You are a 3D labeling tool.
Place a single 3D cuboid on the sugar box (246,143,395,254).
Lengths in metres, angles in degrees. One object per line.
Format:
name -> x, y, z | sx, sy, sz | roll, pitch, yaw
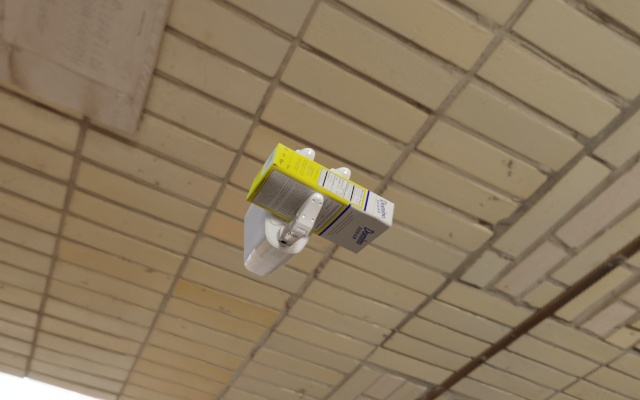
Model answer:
sugar box -> 0.000, 0.002, 0.638 | 0.176, 0.048, 0.093 | 26, -39, -16
